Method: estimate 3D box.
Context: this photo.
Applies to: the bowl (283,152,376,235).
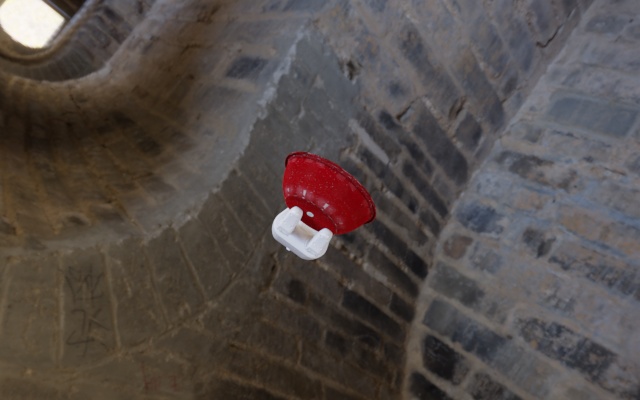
[{"bbox_3d":[0.000,0.002,0.708,0.162,0.055,0.162,29,-24,14],"label":"bowl"}]
